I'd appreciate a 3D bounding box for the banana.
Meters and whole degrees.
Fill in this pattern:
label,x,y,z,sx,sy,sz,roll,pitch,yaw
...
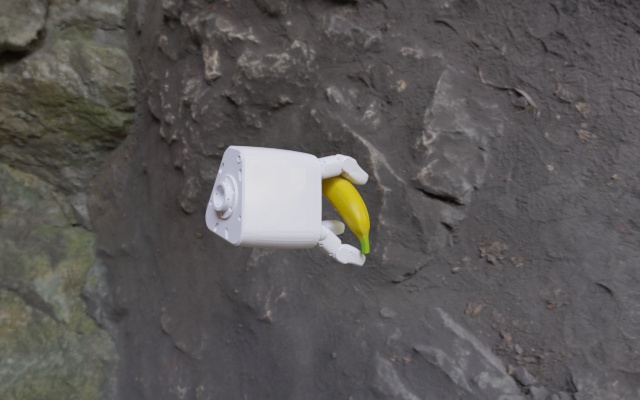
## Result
label,x,y,z,sx,sy,sz,roll,pitch,yaw
banana,0.009,-0.011,0.654,0.037,0.070,0.197,-1,34,-40
